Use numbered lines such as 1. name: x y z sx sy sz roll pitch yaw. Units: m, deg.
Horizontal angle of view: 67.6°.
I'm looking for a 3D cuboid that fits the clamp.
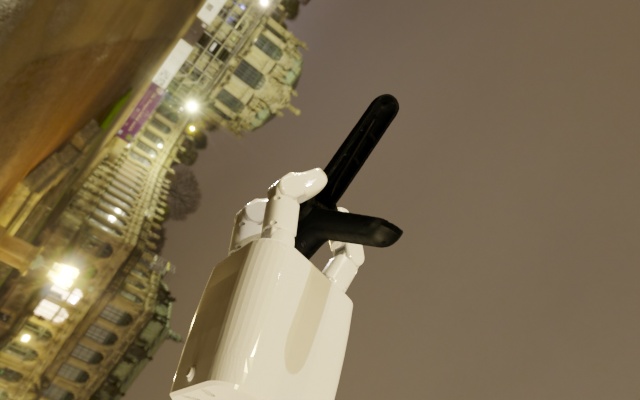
1. clamp: 0.000 0.002 0.443 0.036 0.164 0.210 33 -42 -24
